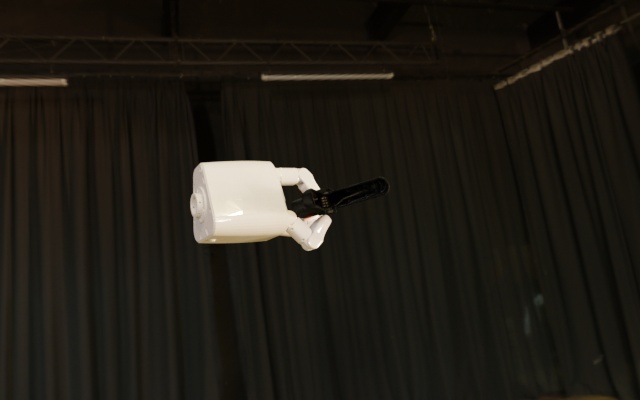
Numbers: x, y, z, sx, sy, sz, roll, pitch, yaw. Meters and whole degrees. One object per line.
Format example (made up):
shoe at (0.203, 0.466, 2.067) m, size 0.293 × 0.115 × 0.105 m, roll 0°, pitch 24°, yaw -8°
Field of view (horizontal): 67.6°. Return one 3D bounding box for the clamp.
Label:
clamp at (0.000, 0.002, 0.653) m, size 0.120 × 0.039 × 0.171 m, roll -2°, pitch -12°, yaw -32°
